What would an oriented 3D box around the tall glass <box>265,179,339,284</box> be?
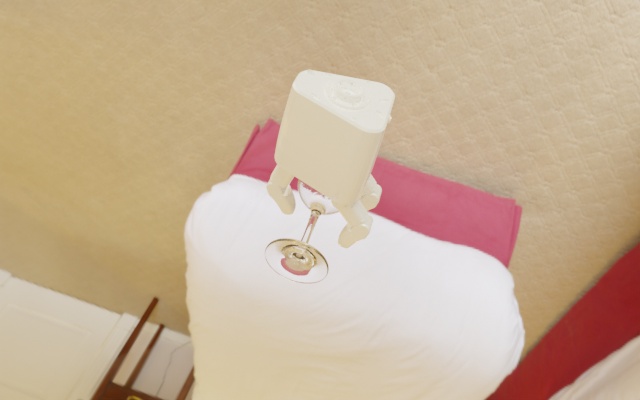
[{"bbox_3d":[0.000,0.002,0.597,0.079,0.079,0.201,0,42,21],"label":"tall glass"}]
